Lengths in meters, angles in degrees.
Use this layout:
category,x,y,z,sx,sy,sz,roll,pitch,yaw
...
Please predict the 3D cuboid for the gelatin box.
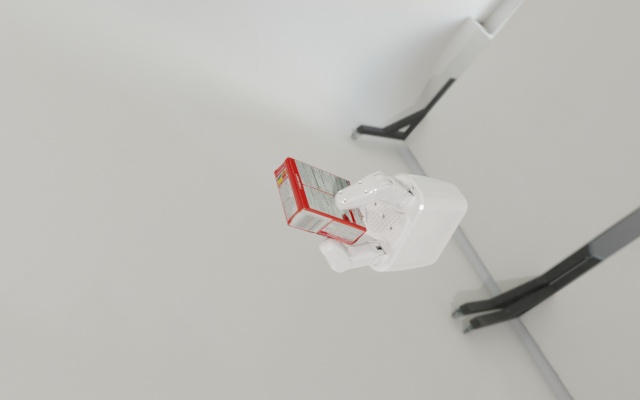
category,x,y,z,sx,sy,sz,roll,pitch,yaw
gelatin box,0.000,0.001,0.492,0.089,0.073,0.030,20,-53,-37
